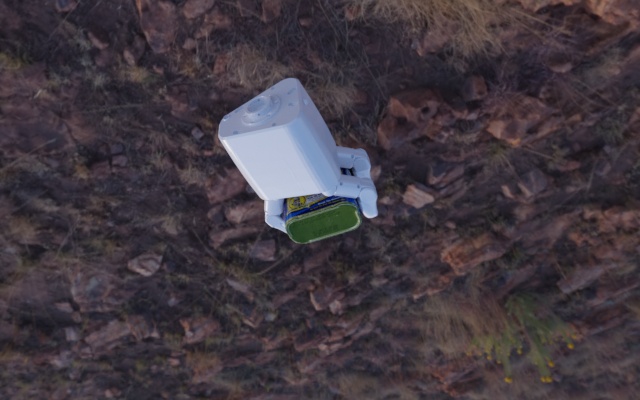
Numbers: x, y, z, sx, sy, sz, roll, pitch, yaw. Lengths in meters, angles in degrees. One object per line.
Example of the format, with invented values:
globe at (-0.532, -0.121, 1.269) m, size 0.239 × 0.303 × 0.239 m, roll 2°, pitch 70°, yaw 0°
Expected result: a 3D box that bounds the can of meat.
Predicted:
can of meat at (0.000, 0.002, 0.629) m, size 0.102 × 0.083 × 0.057 m, roll -18°, pitch -46°, yaw 10°
